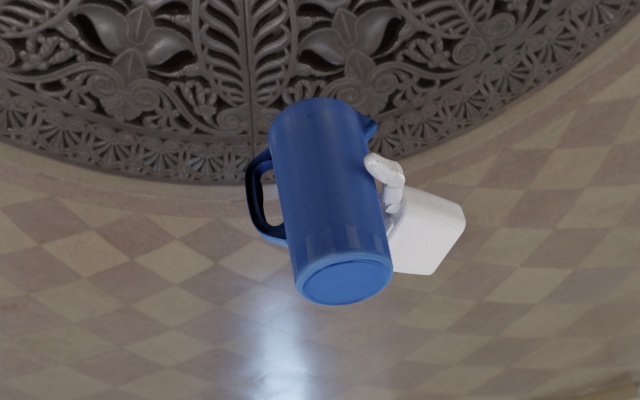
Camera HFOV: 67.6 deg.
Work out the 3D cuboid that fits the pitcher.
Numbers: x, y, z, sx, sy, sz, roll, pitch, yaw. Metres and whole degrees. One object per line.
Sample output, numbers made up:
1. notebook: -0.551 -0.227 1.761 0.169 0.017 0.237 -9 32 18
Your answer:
1. pitcher: 0.000 0.002 0.585 0.145 0.242 0.149 13 -45 -26
